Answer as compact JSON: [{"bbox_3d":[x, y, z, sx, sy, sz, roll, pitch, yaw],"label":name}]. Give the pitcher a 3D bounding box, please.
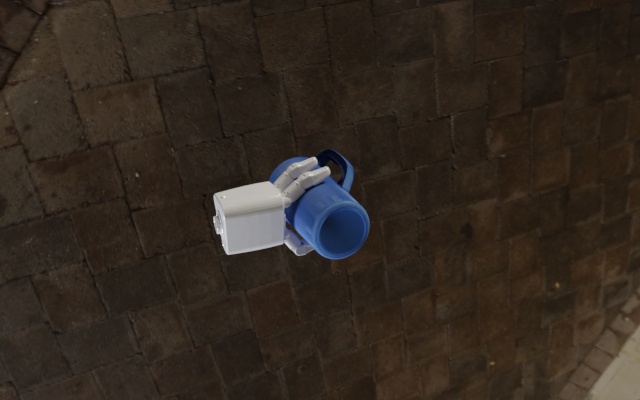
[{"bbox_3d":[0.000,0.003,0.898,0.145,0.149,0.242,-12,24,-18],"label":"pitcher"}]
